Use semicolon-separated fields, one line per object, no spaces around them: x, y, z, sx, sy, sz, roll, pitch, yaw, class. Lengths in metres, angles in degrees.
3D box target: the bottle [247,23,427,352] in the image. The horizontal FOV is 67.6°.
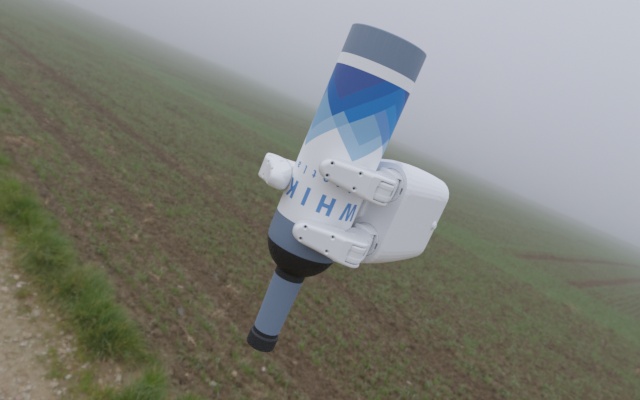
0.000;0.001;0.420;0.069;0.296;0.069;22;11;-4;bottle
